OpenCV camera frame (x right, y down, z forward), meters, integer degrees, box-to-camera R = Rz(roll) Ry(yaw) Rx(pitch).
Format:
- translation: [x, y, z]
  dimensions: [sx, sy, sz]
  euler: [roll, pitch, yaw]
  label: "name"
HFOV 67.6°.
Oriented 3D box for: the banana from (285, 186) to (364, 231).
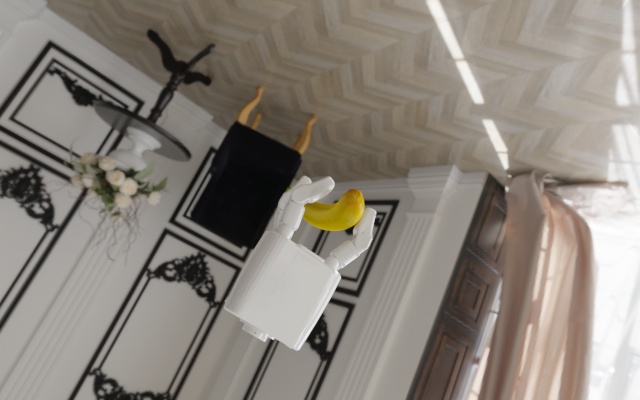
- translation: [0.011, 0.014, 0.653]
  dimensions: [0.070, 0.037, 0.198]
  euler: [43, -19, -23]
  label: "banana"
